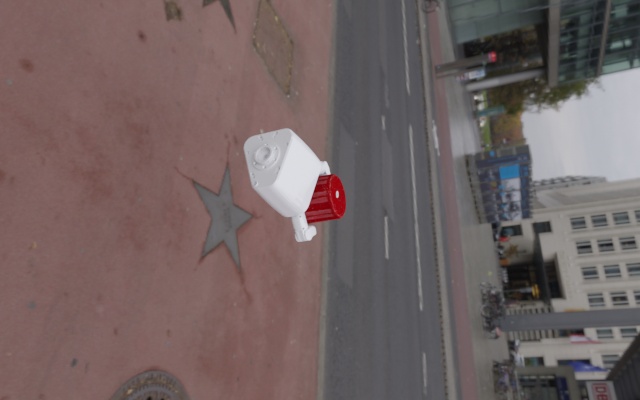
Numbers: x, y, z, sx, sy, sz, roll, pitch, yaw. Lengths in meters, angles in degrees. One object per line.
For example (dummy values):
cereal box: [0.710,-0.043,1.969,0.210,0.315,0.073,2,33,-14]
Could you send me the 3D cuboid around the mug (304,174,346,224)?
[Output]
mug: [0.001,0.003,0.872,0.081,0.093,0.117,-10,-27,22]
